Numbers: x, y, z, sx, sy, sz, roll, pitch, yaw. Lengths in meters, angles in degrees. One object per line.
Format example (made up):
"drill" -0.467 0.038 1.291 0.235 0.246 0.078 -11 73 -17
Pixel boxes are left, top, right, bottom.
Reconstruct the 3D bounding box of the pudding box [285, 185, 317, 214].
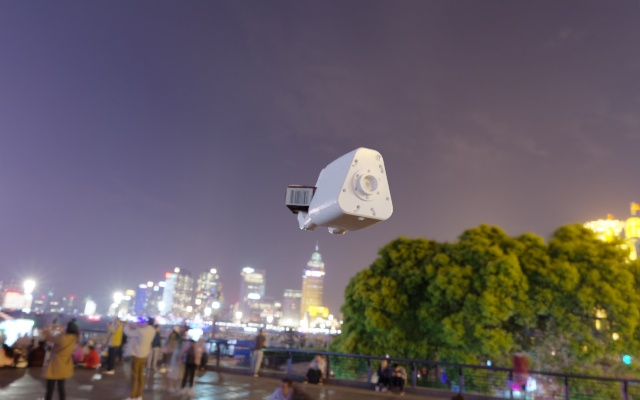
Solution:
"pudding box" 0.000 0.003 0.848 0.113 0.039 0.090 5 -12 7
